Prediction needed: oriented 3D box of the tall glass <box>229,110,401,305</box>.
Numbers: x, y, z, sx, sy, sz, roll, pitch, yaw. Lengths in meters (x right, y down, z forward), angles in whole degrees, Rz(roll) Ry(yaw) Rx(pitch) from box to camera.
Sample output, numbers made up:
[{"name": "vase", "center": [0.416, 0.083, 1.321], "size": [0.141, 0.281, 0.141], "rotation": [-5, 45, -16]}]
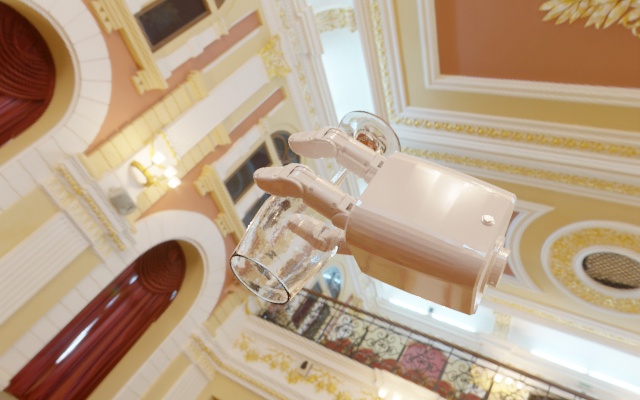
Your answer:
[{"name": "tall glass", "center": [0.000, 0.001, 0.451], "size": [0.079, 0.079, 0.201], "rotation": [0, 41, 44]}]
